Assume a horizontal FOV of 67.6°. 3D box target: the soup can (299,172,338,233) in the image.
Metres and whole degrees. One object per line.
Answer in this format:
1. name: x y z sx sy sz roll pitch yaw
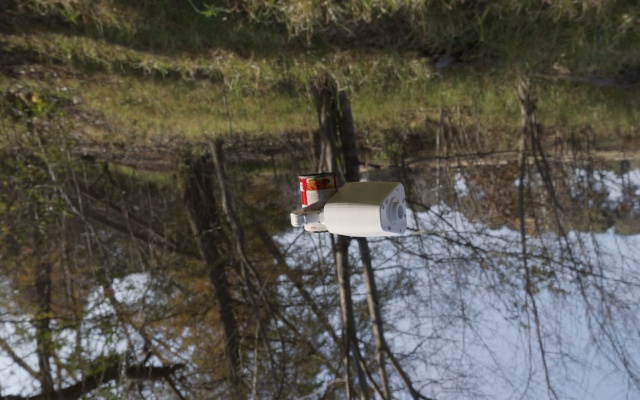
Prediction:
1. soup can: 0.000 0.003 0.865 0.068 0.102 0.068 -6 7 1
